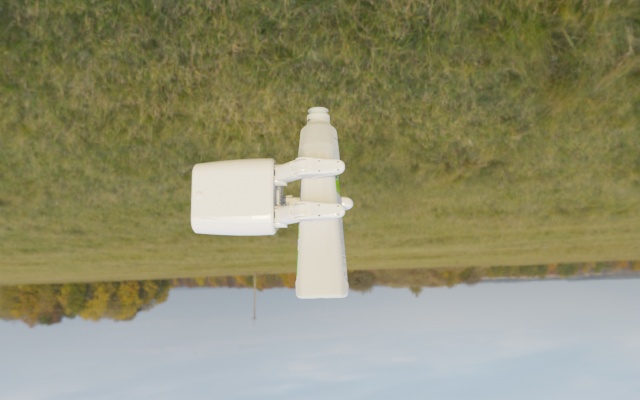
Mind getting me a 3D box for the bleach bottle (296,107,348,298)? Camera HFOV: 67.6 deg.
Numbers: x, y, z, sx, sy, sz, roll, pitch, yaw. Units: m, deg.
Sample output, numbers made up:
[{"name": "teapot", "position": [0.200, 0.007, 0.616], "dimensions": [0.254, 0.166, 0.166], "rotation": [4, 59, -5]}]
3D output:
[{"name": "bleach bottle", "position": [0.000, 0.002, 0.638], "dimensions": [0.068, 0.250, 0.102], "rotation": [-2, -10, 3]}]
